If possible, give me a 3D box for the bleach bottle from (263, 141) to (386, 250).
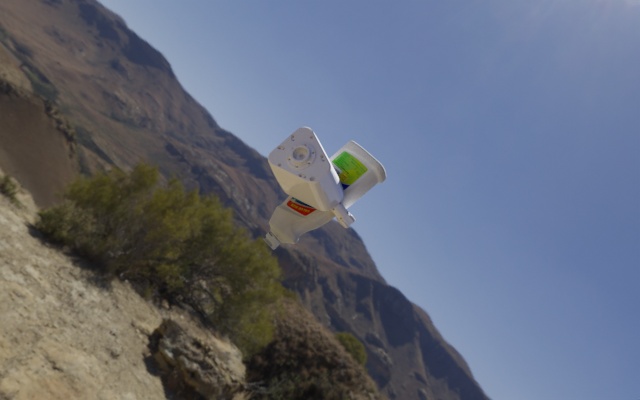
[{"bbox_3d":[0.000,0.003,0.899,0.102,0.251,0.068,44,-9,26],"label":"bleach bottle"}]
